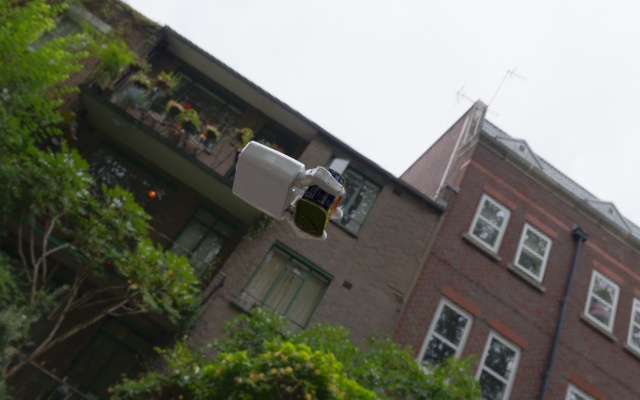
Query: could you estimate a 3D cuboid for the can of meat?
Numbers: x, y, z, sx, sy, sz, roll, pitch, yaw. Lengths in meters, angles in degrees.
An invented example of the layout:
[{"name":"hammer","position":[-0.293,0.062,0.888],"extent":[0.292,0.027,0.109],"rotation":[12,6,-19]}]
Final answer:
[{"name":"can of meat","position":[0.000,0.002,0.839],"extent":[0.057,0.084,0.102],"rotation":[26,-31,9]}]
